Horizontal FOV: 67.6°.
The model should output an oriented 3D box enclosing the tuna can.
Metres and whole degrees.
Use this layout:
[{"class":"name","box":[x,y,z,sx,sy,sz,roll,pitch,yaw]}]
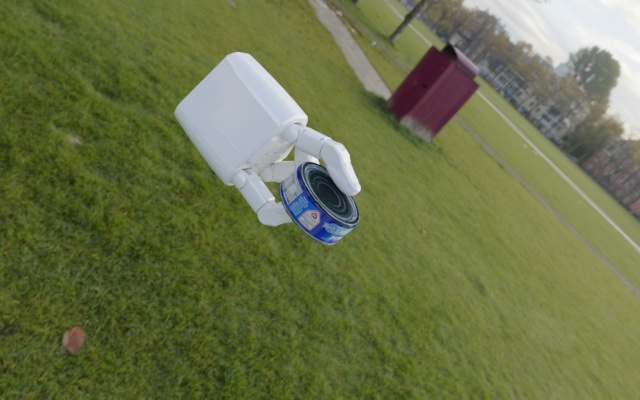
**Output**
[{"class":"tuna can","box":[0.001,0.001,0.490,0.034,0.086,0.086,-41,-20,24]}]
